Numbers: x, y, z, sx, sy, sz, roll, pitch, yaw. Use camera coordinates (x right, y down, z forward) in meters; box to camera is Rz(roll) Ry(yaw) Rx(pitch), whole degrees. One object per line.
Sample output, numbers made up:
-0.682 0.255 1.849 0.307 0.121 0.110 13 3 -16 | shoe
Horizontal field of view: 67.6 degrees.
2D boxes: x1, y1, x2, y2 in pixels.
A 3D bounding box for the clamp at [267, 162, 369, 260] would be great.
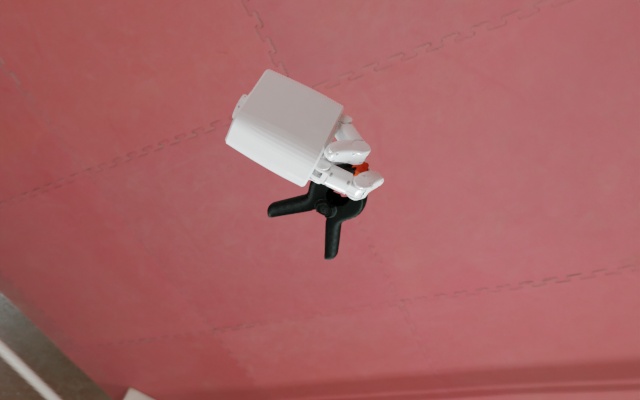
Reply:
0.000 0.002 0.648 0.120 0.172 0.039 27 38 -5 | clamp
